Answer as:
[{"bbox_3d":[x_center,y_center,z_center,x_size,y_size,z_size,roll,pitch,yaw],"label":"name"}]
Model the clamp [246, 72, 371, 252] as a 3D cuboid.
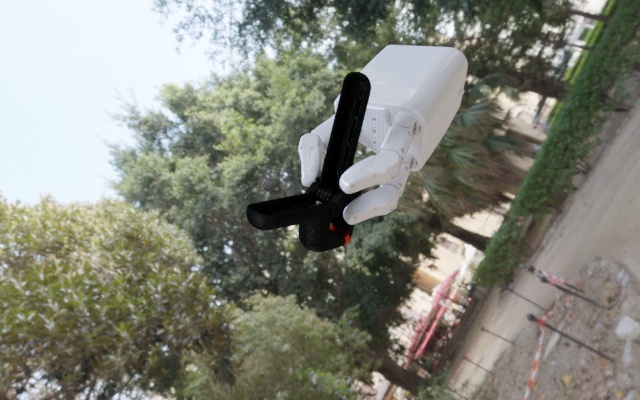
[{"bbox_3d":[0.000,0.001,0.466,0.036,0.164,0.210,28,-27,22],"label":"clamp"}]
